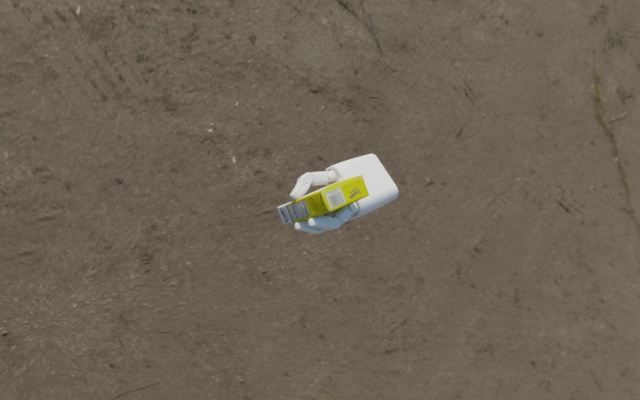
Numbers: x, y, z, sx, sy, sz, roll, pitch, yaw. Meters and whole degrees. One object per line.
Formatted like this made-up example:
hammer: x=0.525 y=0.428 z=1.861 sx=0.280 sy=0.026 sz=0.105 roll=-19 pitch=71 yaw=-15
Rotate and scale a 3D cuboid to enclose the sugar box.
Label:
sugar box: x=0.001 y=0.003 z=0.885 sx=0.093 sy=0.048 sz=0.176 roll=-21 pitch=-2 yaw=-32
